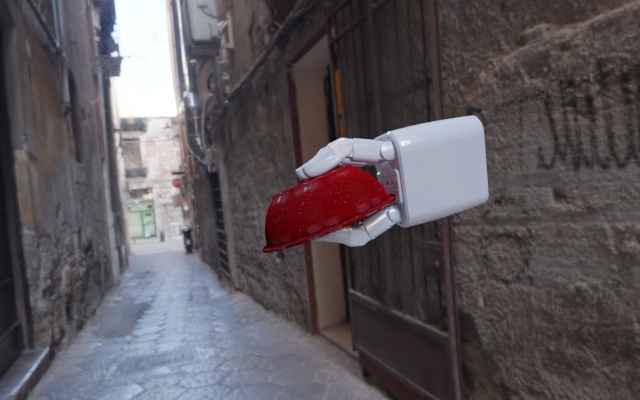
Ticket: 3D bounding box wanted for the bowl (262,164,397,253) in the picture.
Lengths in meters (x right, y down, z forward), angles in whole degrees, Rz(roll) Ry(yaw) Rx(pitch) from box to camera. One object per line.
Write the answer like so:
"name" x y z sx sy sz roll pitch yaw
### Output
"bowl" -0.001 0.002 0.532 0.162 0.055 0.162 -23 3 1
